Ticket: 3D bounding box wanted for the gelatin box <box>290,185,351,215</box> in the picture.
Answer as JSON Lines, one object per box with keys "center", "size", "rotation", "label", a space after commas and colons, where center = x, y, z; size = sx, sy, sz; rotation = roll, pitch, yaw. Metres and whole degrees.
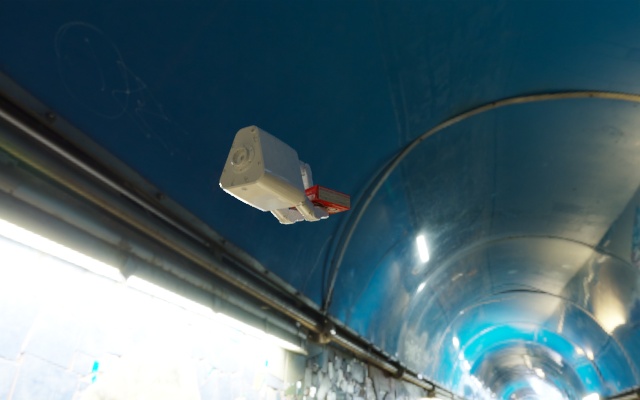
{"center": [0.000, 0.003, 0.879], "size": [0.089, 0.030, 0.073], "rotation": [15, -24, -42], "label": "gelatin box"}
